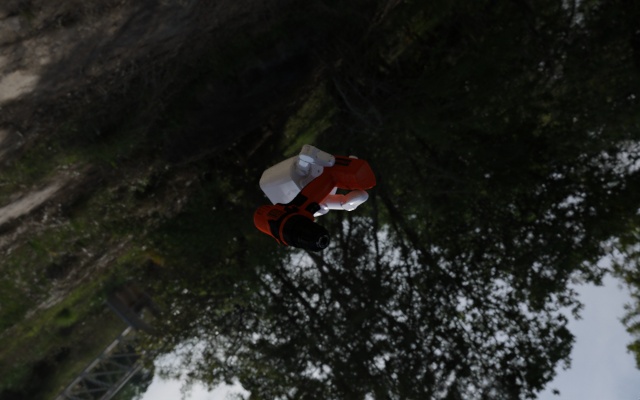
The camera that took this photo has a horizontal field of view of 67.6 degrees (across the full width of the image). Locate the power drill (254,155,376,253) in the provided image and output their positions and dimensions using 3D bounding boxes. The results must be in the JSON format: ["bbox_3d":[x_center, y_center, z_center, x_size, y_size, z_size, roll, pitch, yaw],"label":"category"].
[{"bbox_3d":[0.000,0.002,0.773,0.187,0.057,0.184,-39,31,-24],"label":"power drill"}]
